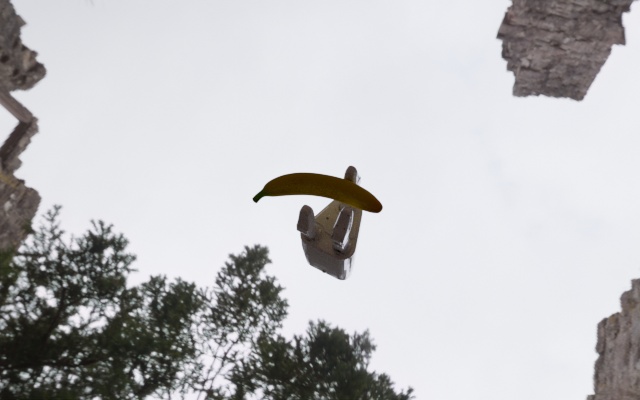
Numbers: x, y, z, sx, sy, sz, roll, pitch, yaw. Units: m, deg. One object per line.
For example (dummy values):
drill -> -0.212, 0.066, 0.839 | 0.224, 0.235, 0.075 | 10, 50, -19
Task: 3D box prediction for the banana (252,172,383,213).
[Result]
banana -> -0.002, -0.013, 0.743 | 0.198, 0.069, 0.037 | 3, -35, 3
